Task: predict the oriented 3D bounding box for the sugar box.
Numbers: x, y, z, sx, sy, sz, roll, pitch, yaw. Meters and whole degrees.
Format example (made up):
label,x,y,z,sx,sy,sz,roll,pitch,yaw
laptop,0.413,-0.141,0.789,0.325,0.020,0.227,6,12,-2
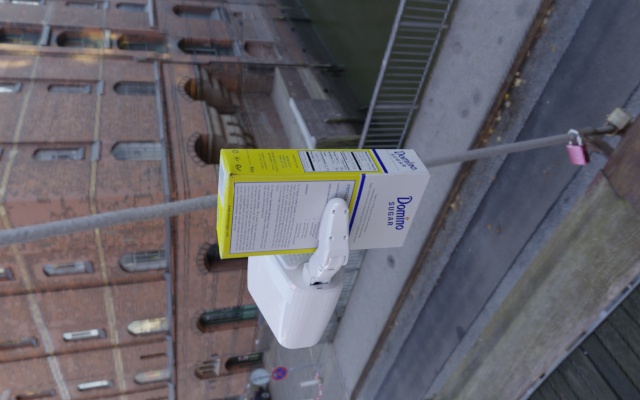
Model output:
label,x,y,z,sx,sy,sz,roll,pitch,yaw
sugar box,0.000,0.001,0.426,0.176,0.093,0.048,-3,41,-20
